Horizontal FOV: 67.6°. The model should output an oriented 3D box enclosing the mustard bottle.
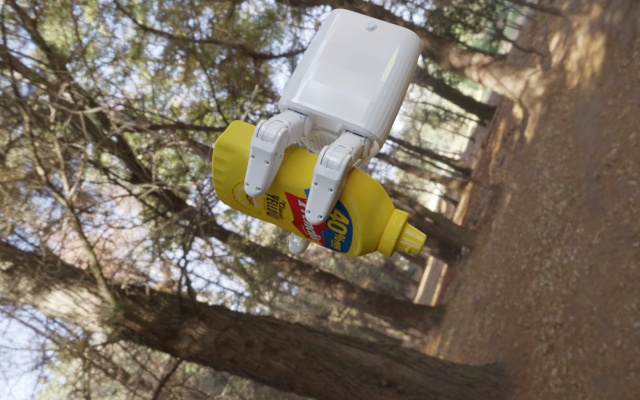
[{"bbox_3d":[0.000,0.002,0.421,0.191,0.058,0.096,22,-37,13],"label":"mustard bottle"}]
